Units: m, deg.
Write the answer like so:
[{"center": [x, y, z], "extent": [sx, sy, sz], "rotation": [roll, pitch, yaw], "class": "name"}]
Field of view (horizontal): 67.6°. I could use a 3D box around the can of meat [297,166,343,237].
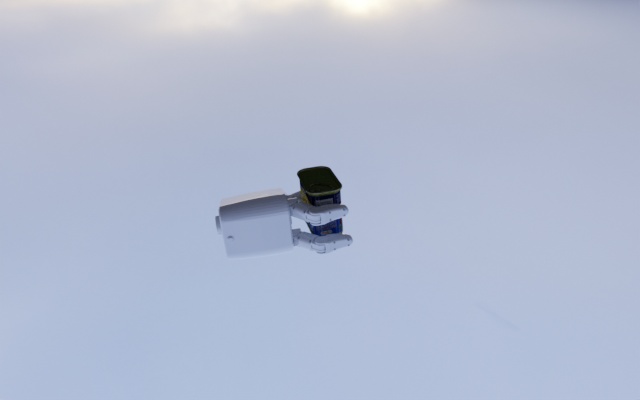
[{"center": [0.000, 0.003, 0.771], "extent": [0.057, 0.084, 0.102], "rotation": [-10, 27, -11], "class": "can of meat"}]
